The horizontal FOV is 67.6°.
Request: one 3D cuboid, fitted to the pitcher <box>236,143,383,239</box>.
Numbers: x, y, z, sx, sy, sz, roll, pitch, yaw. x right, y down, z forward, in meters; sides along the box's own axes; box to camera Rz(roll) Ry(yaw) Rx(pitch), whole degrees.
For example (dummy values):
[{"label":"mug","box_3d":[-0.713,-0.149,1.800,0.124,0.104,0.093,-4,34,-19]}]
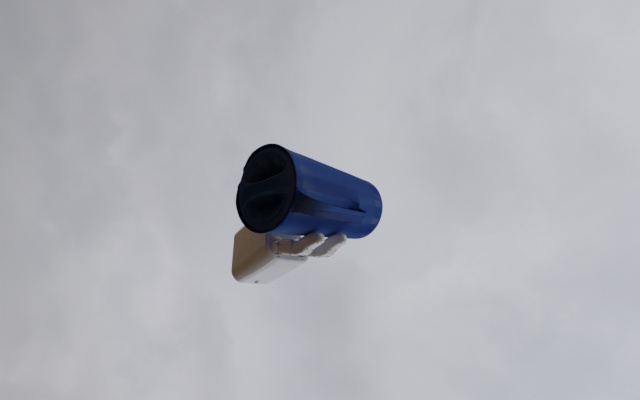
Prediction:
[{"label":"pitcher","box_3d":[0.000,0.003,0.773,0.145,0.149,0.243,-36,-31,32]}]
